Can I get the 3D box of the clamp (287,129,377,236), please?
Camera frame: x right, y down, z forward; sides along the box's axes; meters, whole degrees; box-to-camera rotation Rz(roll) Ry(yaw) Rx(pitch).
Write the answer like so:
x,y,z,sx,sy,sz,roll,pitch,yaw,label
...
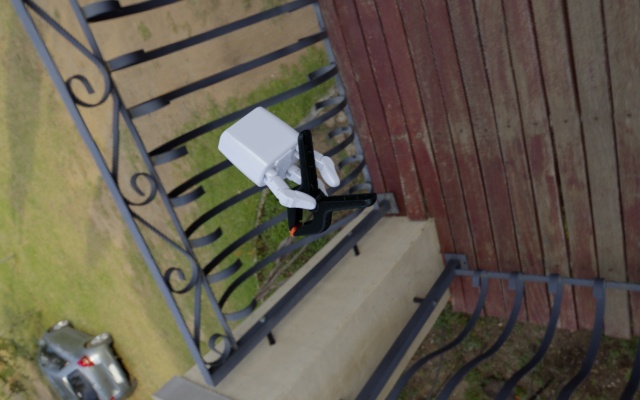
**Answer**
x,y,z,sx,sy,sz,roll,pitch,yaw,label
-0.001,0.003,0.815,0.164,0.210,0.036,40,46,16,clamp
